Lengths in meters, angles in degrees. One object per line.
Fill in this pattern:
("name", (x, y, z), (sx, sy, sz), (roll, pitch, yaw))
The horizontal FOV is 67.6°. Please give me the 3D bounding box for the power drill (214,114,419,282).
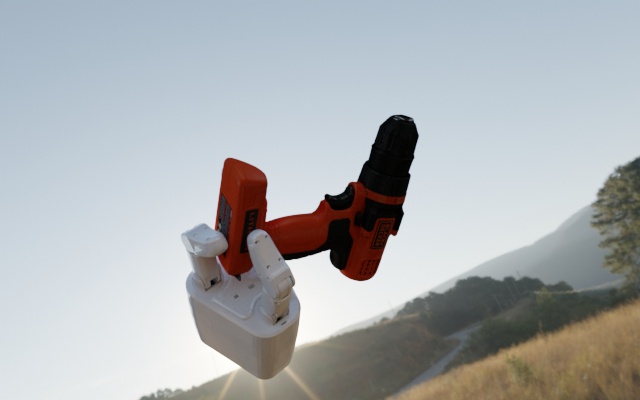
("power drill", (0.000, 0.002, 0.457), (0.187, 0.184, 0.057), (1, 26, -28))
